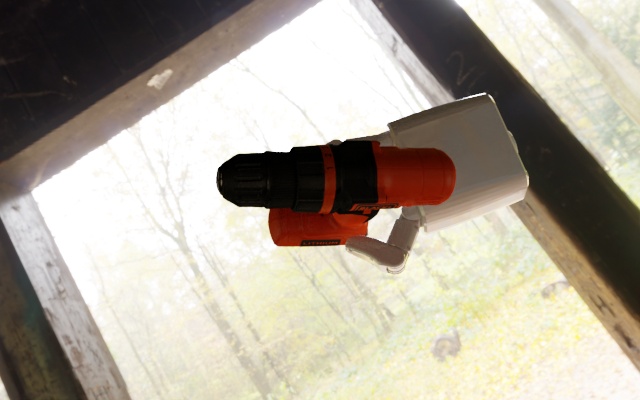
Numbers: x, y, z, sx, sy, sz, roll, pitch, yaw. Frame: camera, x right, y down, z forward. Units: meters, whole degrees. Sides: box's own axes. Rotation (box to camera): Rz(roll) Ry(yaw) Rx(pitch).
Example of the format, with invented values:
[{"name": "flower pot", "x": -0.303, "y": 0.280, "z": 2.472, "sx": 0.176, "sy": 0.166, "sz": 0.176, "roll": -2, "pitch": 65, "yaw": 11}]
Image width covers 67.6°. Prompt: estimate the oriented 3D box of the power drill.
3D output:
[{"name": "power drill", "x": 0.000, "y": 0.001, "z": 0.427, "sx": 0.184, "sy": 0.057, "sz": 0.188, "roll": 0, "pitch": -13, "yaw": -13}]
